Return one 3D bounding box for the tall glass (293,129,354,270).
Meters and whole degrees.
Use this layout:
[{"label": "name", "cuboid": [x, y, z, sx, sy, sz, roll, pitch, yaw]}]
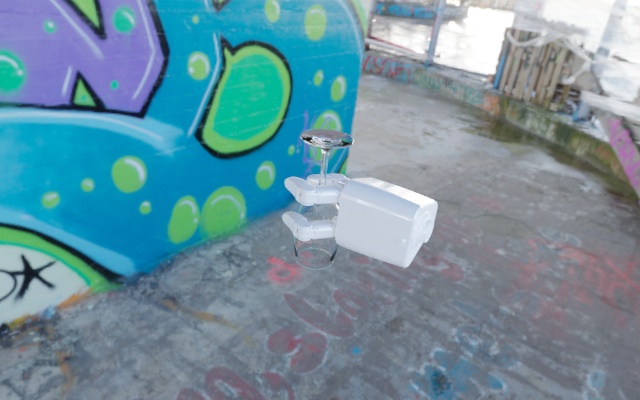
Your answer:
[{"label": "tall glass", "cuboid": [0.000, 0.002, 0.701, 0.079, 0.201, 0.079, 5, 27, -3]}]
